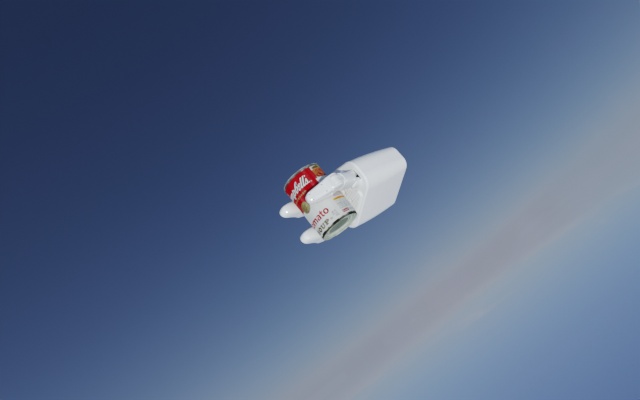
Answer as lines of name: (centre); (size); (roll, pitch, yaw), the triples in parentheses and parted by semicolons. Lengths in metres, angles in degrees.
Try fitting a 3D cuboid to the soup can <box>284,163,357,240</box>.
soup can: (0.000, 0.003, 0.736); (0.068, 0.102, 0.068); (-35, -18, -13)
